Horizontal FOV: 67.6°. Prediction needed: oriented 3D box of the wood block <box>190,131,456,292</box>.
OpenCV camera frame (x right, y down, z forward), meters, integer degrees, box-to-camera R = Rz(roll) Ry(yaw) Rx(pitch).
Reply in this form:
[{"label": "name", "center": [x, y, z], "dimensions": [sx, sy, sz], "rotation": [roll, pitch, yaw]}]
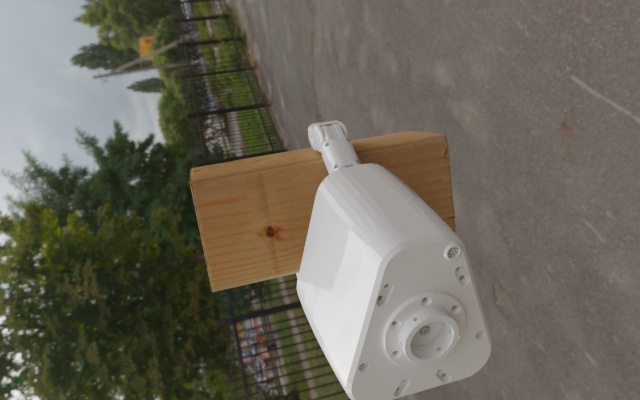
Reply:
[{"label": "wood block", "center": [0.000, 0.001, 0.415], "dimensions": [0.206, 0.091, 0.090], "rotation": [-11, 12, -12]}]
